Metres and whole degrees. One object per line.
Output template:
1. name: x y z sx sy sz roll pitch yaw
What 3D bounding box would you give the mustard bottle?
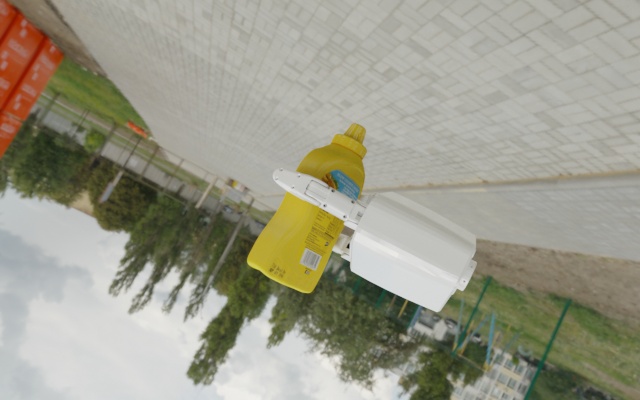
1. mustard bottle: 0.000 0.002 0.524 0.058 0.191 0.096 23 -8 39
